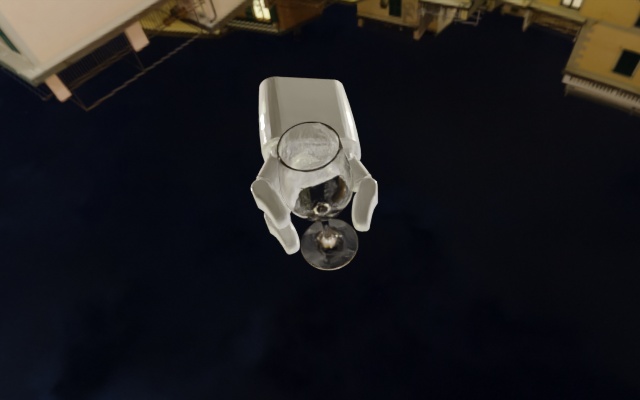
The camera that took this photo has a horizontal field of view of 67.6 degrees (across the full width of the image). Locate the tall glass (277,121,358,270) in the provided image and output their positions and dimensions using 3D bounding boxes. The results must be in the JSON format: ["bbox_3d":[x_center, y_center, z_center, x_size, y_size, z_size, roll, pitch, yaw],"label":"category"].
[{"bbox_3d":[0.000,0.002,0.534,0.079,0.079,0.201,0,-33,8],"label":"tall glass"}]
